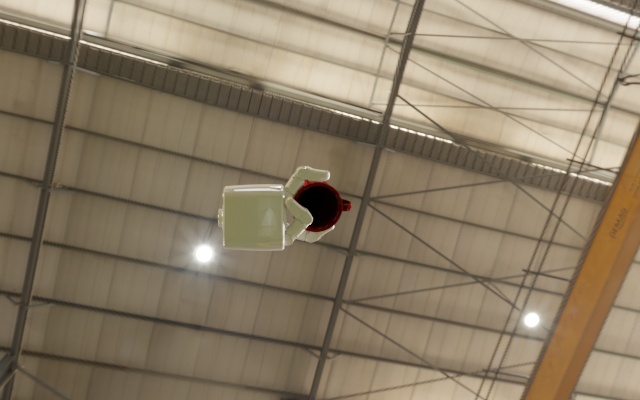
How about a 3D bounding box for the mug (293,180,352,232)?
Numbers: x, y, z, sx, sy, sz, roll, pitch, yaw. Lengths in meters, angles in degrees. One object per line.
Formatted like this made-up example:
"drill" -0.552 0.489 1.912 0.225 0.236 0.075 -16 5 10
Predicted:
"mug" 0.002 0.003 0.895 0.117 0.093 0.081 2 15 -10
